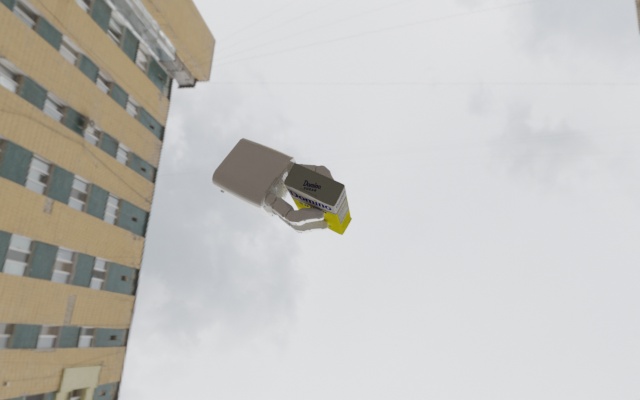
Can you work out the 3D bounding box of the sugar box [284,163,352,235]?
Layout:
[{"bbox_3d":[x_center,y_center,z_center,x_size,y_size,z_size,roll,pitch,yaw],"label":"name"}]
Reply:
[{"bbox_3d":[0.000,0.003,0.817,0.093,0.048,0.176,25,-12,15],"label":"sugar box"}]
